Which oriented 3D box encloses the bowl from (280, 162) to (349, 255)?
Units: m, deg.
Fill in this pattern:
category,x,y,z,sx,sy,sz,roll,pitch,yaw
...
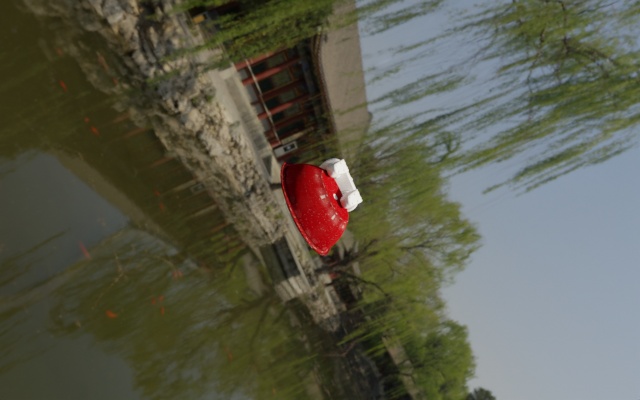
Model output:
category,x,y,z,sx,sy,sz,roll,pitch,yaw
bowl,0.000,0.003,0.757,0.055,0.162,0.162,-24,-7,16
